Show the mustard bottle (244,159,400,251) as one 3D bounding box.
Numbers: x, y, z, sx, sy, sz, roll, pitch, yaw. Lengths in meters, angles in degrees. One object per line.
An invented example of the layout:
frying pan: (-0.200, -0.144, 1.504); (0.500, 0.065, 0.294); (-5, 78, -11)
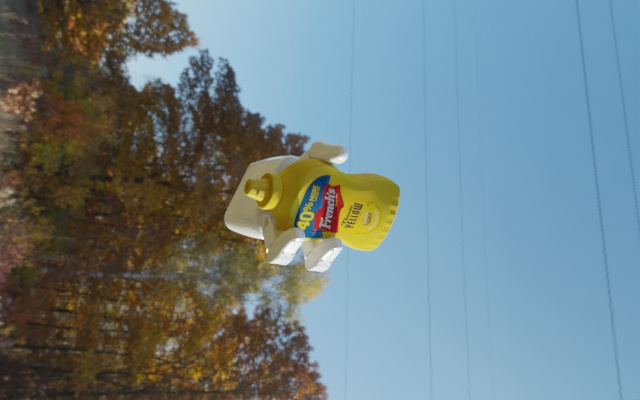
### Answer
mustard bottle: (0.000, 0.002, 0.564); (0.191, 0.096, 0.058); (12, 19, -32)
